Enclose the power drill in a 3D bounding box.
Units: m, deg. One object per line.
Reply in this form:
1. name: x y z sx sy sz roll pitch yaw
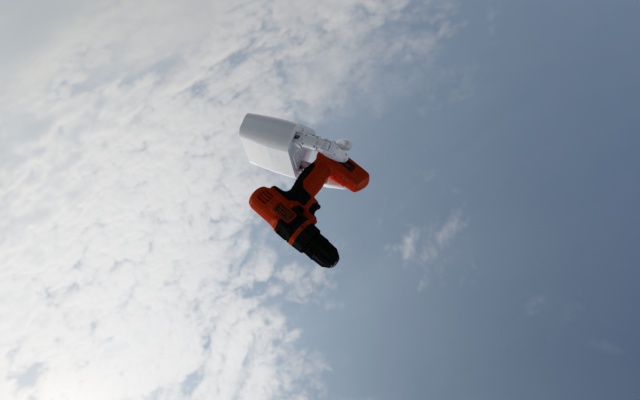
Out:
1. power drill: 0.000 0.002 0.819 0.187 0.184 0.057 -44 -12 -27
